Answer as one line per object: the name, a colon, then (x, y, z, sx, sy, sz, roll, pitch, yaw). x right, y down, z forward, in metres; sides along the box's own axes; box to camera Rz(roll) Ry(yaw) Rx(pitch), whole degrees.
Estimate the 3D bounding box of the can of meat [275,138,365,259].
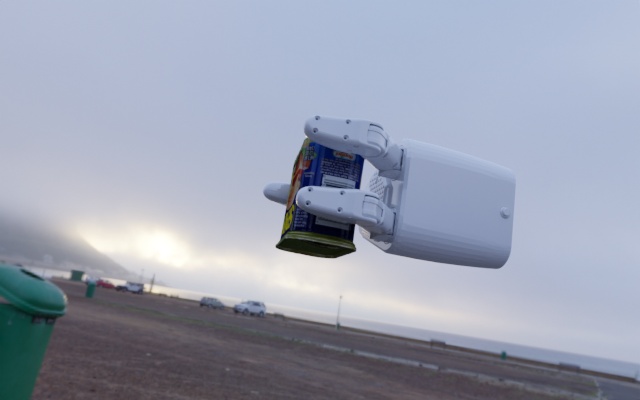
can of meat: (0.000, 0.001, 0.408, 0.057, 0.084, 0.102, 11, -13, -9)
